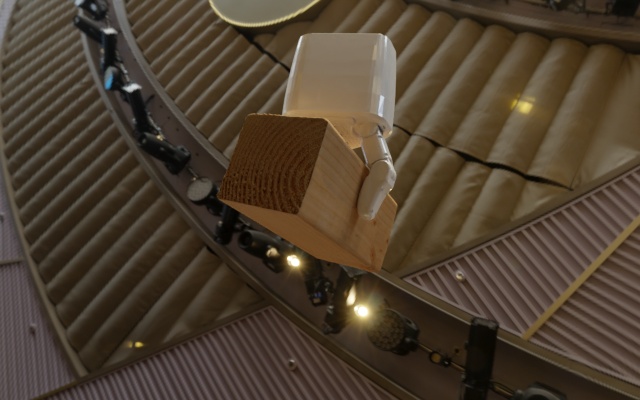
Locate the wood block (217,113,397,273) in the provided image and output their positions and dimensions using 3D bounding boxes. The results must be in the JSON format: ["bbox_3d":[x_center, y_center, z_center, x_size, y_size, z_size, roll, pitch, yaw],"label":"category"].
[{"bbox_3d":[0.001,0.001,0.499,0.091,0.090,0.206,9,-16,30],"label":"wood block"}]
